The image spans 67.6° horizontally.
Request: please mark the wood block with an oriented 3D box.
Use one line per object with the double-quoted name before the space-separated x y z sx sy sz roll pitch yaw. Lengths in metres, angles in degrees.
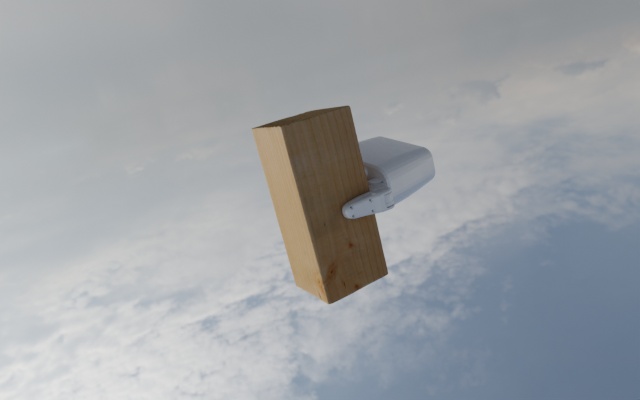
"wood block" 0.001 0.002 0.566 0.090 0.206 0.091 -22 16 -26
